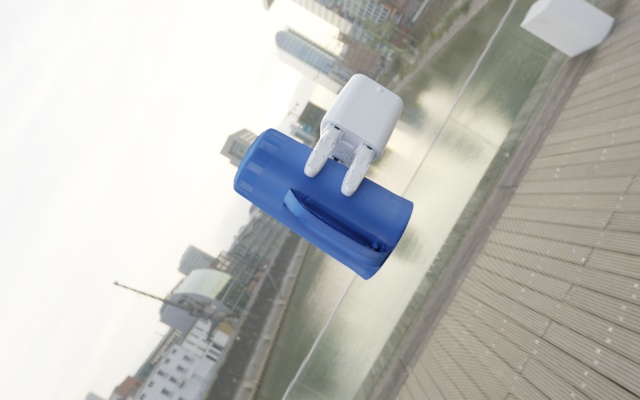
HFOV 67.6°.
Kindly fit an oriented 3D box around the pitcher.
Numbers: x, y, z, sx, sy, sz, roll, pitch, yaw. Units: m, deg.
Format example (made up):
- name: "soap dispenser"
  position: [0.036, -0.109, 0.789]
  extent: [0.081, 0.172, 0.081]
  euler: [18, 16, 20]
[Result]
- name: "pitcher"
  position: [0.000, 0.002, 0.680]
  extent: [0.243, 0.145, 0.149]
  euler: [31, -26, -2]
